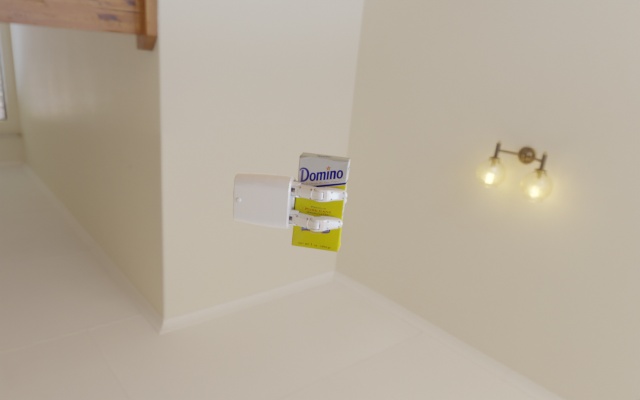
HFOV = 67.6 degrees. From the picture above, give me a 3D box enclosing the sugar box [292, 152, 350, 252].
[{"bbox_3d":[0.000,0.003,0.898,0.093,0.176,0.048,7,17,6],"label":"sugar box"}]
